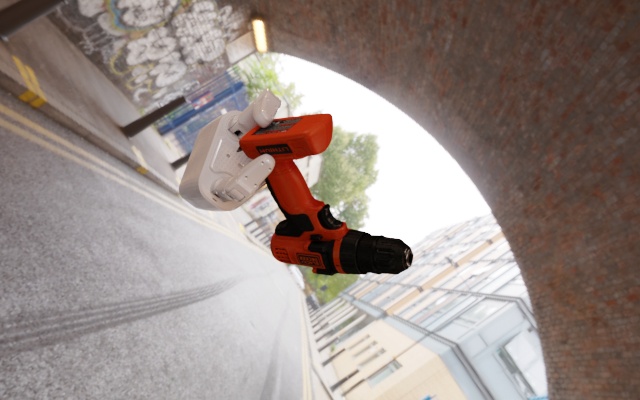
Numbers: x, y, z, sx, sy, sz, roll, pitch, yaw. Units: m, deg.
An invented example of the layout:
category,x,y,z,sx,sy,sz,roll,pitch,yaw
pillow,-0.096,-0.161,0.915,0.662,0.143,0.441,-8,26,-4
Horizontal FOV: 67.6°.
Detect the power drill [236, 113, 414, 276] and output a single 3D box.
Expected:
category,x,y,z,sx,sy,sz,roll,pitch,yaw
power drill,0.000,0.001,0.523,0.184,0.188,0.057,1,31,33
